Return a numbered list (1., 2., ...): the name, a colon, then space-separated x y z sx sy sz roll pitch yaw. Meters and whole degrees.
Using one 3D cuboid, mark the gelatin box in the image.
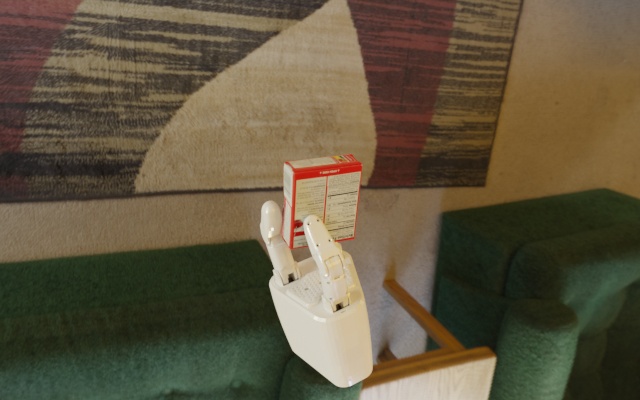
1. gelatin box: 0.000 0.001 0.478 0.073 0.089 0.030 -9 31 -22
